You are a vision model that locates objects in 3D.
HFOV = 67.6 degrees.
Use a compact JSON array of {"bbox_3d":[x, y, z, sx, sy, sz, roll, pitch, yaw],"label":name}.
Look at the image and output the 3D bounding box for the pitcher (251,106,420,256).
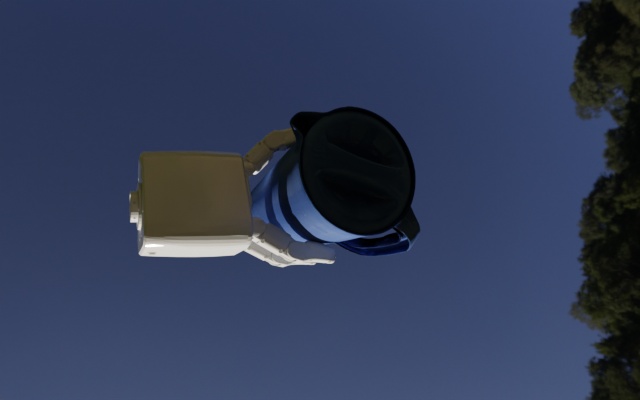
[{"bbox_3d":[0.000,0.002,0.574,0.145,0.149,0.243,-2,-12,-25],"label":"pitcher"}]
